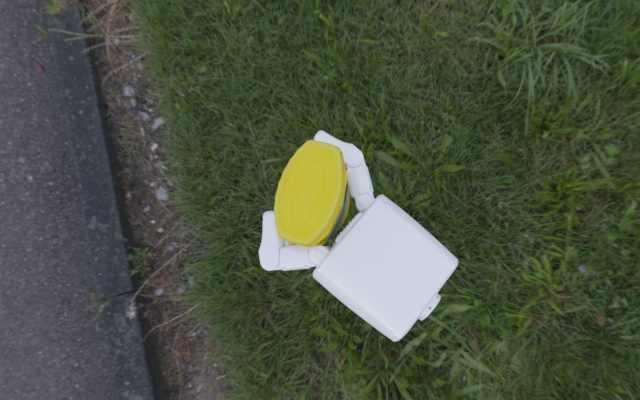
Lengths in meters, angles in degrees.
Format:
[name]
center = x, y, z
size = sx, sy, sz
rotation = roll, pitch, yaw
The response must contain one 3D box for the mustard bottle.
[mustard bottle]
center = 0.000, 0.001, 0.513
size = 0.058, 0.096, 0.191
rotation = 15, -4, 8
